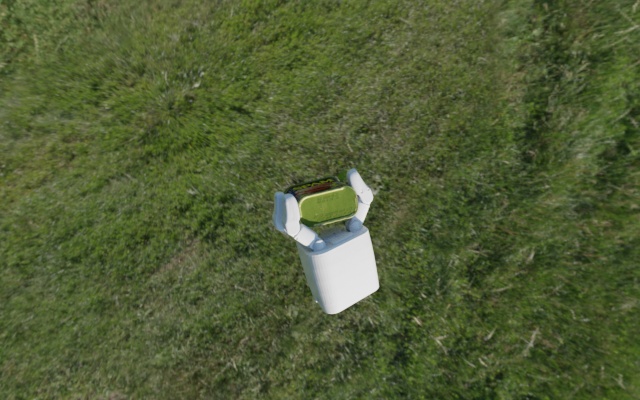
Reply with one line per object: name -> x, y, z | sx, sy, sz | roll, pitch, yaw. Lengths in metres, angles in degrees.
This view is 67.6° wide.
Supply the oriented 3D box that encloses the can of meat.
can of meat -> 0.000, 0.002, 0.753 | 0.102, 0.057, 0.084 | -14, 15, -15
